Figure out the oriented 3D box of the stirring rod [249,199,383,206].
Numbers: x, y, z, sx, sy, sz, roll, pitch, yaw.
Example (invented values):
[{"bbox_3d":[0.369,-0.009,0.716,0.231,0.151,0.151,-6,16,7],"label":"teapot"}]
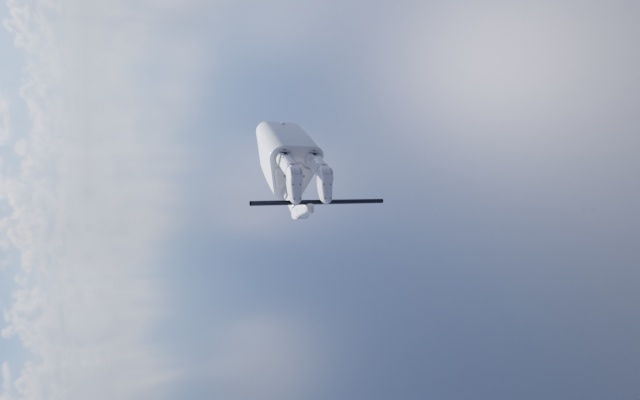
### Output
[{"bbox_3d":[0.000,0.003,0.785,0.239,0.011,0.011,-1,0,-26],"label":"stirring rod"}]
